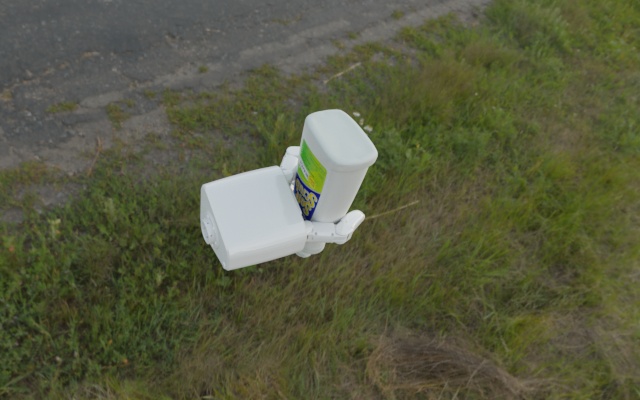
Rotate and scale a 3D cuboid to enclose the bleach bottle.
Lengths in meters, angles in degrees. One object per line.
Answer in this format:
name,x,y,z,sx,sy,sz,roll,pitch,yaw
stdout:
bleach bottle,0.000,0.002,0.661,0.068,0.102,0.251,-15,-36,-26
